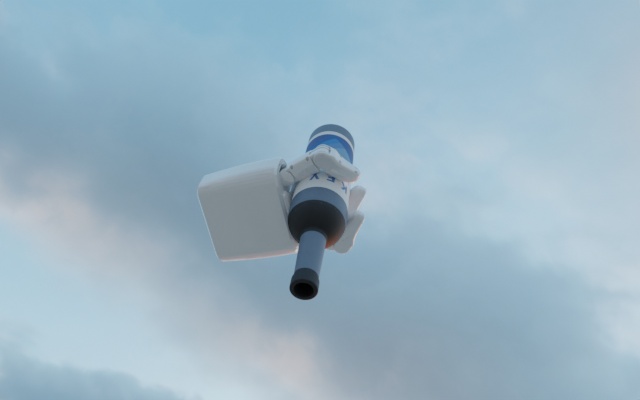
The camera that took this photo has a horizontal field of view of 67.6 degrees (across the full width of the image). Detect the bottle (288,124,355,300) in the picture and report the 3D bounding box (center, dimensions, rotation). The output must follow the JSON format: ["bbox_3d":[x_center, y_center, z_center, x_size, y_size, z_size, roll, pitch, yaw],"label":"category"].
[{"bbox_3d":[0.000,0.002,0.566,0.069,0.069,0.295,0,34,7],"label":"bottle"}]
